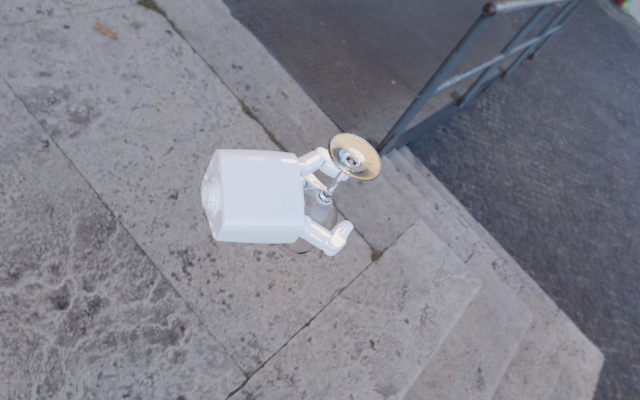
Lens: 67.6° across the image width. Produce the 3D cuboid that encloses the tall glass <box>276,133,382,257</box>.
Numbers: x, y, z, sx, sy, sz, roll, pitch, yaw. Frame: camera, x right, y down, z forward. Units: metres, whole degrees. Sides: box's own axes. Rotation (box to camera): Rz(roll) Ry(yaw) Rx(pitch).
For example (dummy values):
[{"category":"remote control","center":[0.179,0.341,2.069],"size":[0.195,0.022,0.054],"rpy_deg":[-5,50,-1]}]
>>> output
[{"category":"tall glass","center":[0.001,0.002,0.649],"size":[0.079,0.079,0.201],"rpy_deg":[0,-34,-30]}]
